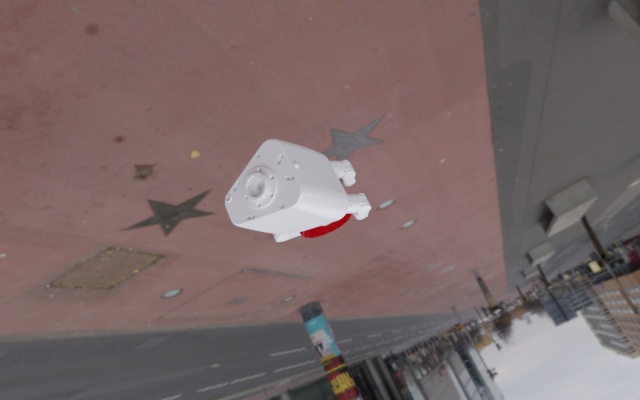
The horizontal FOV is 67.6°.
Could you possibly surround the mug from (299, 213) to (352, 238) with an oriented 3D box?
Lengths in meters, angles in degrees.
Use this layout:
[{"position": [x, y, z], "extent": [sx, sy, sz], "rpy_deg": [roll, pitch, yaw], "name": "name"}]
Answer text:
[{"position": [0.001, 0.003, 0.697], "extent": [0.093, 0.081, 0.117], "rpy_deg": [-36, -23, 23], "name": "mug"}]
